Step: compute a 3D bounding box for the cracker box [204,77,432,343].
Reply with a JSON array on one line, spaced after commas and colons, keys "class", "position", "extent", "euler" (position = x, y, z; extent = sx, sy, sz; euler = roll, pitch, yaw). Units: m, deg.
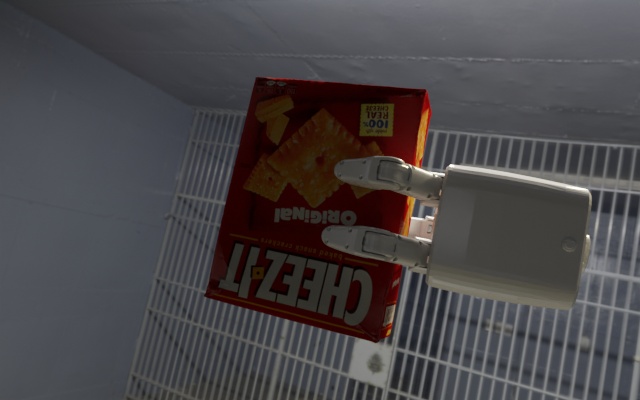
[{"class": "cracker box", "position": [0.000, 0.001, 0.436], "extent": [0.164, 0.213, 0.072], "euler": [10, -7, 18]}]
